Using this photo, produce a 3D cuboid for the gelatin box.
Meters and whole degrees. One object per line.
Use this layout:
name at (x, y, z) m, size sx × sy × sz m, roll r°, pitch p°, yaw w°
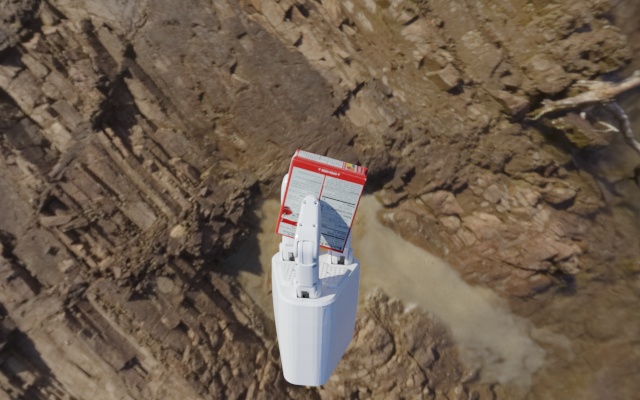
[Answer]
gelatin box at (0.000, 0.001, 0.475) m, size 0.073 × 0.089 × 0.030 m, roll 16°, pitch 27°, yaw 0°
